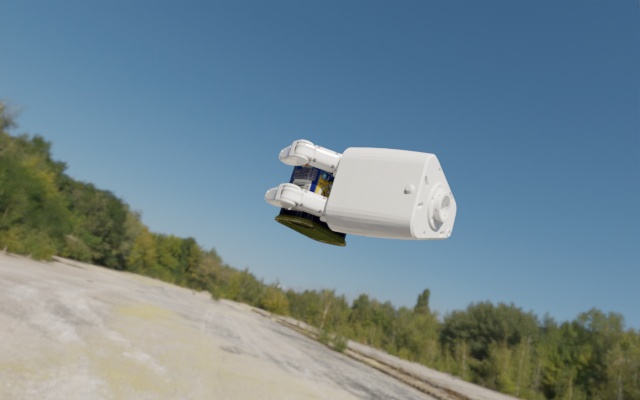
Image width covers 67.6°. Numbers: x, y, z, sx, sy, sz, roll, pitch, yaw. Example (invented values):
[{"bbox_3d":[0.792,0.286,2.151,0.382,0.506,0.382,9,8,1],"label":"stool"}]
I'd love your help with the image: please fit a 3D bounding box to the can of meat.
[{"bbox_3d":[0.000,0.002,0.599,0.057,0.084,0.102,6,-17,40],"label":"can of meat"}]
